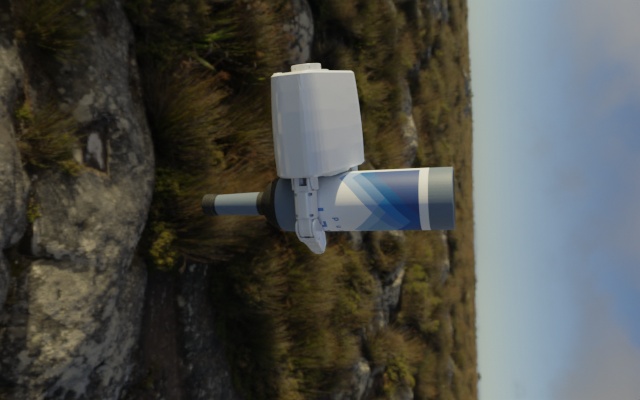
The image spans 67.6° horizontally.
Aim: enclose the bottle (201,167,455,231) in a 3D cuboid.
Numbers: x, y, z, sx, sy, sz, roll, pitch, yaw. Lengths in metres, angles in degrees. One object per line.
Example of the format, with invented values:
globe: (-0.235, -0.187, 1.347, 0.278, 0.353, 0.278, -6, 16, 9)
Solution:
bottle: (0.000, 0.002, 0.546, 0.296, 0.069, 0.069, -2, -1, 17)
